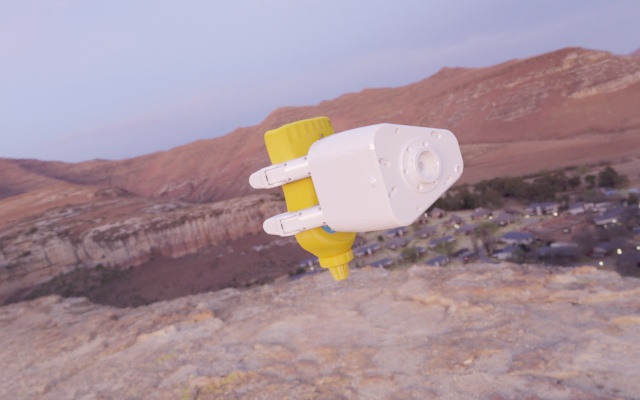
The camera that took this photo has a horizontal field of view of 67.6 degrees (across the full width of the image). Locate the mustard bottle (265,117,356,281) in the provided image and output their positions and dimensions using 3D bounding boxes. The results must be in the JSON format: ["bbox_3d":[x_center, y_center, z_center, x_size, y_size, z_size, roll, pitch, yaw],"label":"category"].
[{"bbox_3d":[0.000,0.002,0.564,0.058,0.191,0.096,-12,7,35],"label":"mustard bottle"}]
